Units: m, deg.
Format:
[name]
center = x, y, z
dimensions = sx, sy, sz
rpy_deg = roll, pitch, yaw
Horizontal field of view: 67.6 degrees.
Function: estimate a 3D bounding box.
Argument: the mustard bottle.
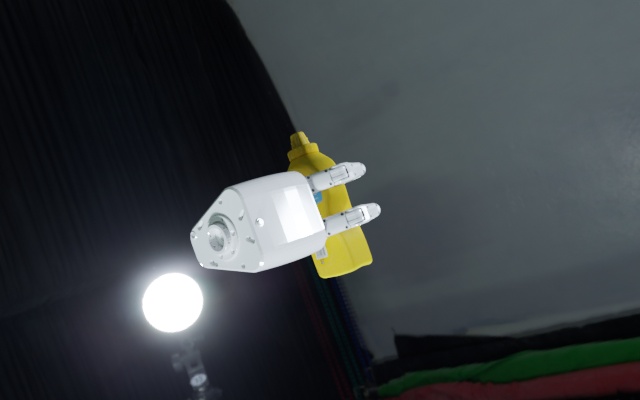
[mustard bottle]
center = 0.000, 0.002, 0.625
dimensions = 0.058, 0.191, 0.096
rpy_deg = -18, -4, -28
